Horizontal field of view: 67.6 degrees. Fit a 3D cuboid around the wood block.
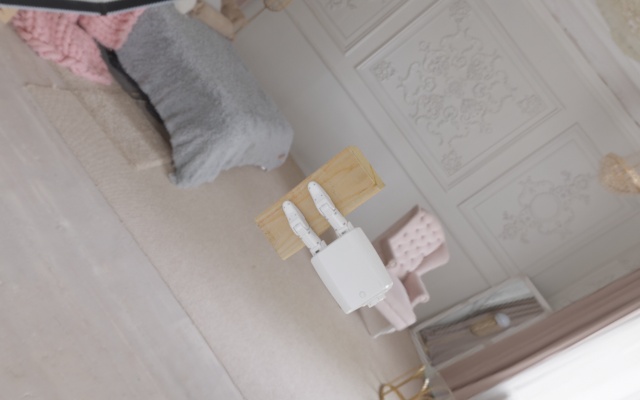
[{"bbox_3d":[0.001,0.003,0.827,0.206,0.090,0.091,-37,-4,15],"label":"wood block"}]
